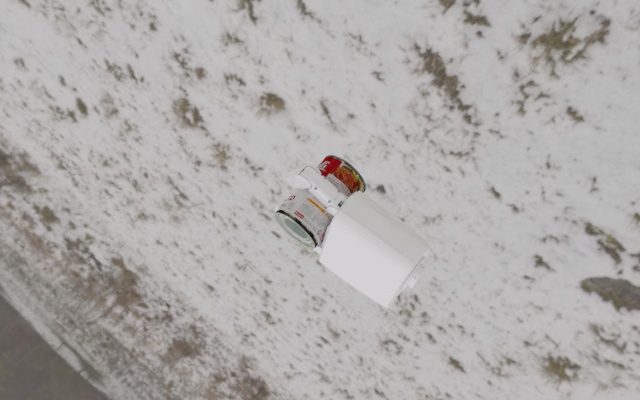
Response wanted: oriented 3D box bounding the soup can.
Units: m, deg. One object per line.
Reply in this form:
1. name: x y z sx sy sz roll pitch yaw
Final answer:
1. soup can: 0.000 0.002 0.599 0.068 0.102 0.068 35 -21 16
